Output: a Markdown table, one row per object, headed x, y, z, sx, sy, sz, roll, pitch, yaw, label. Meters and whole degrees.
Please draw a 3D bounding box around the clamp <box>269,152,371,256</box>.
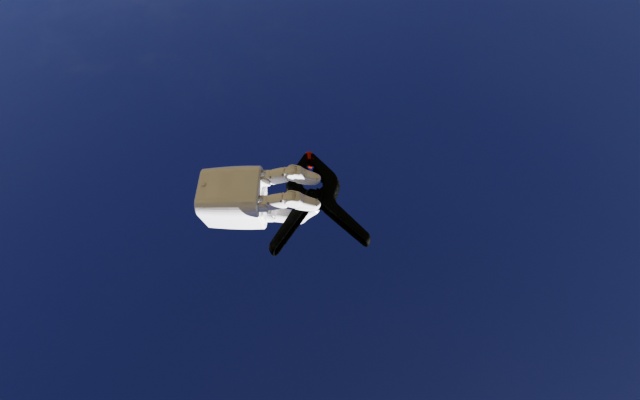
| x | y | z | sx | sy | sz | roll | pitch | yaw | label |
| --- | --- | --- | --- | --- | --- | --- | --- | --- | --- |
| 0.000 | 0.003 | 0.823 | 0.164 | 0.209 | 0.036 | 1 | -36 | 0 | clamp |
